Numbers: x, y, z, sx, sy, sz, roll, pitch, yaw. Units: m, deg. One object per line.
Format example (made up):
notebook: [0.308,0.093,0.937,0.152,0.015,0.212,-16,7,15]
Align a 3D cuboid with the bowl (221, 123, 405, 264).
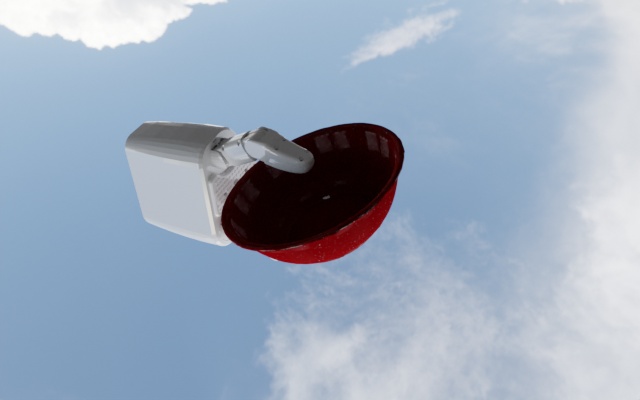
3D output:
bowl: [0.001,0.002,0.404,0.162,0.055,0.162,-19,33,13]
